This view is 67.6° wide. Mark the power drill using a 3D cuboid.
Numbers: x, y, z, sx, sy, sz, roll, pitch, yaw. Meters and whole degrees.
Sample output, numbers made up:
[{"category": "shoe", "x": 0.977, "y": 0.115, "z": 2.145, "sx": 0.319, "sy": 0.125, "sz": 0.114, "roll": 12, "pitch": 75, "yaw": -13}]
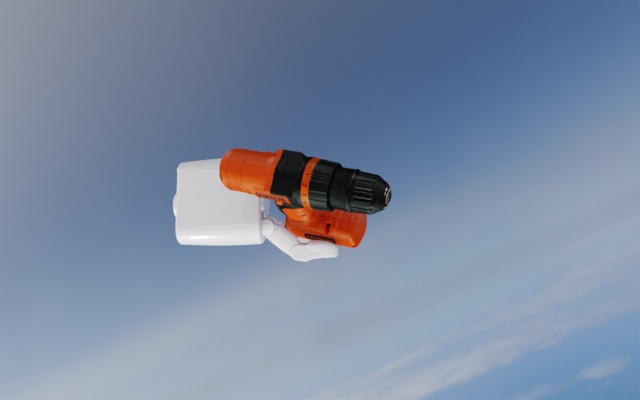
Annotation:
[{"category": "power drill", "x": 0.000, "y": 0.002, "z": 0.546, "sx": 0.184, "sy": 0.057, "sz": 0.188, "roll": 13, "pitch": -16, "yaw": 20}]
